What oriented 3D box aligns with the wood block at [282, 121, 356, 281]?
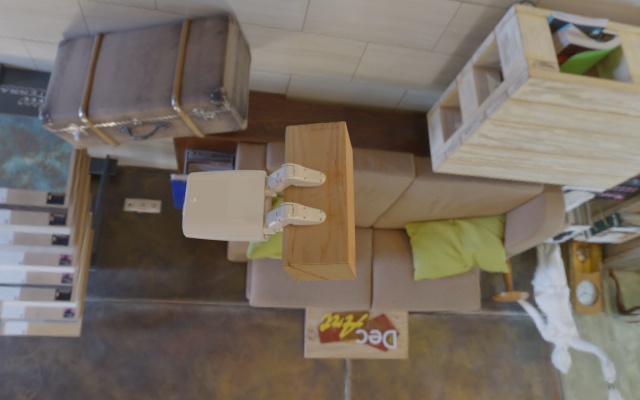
[{"bbox_3d":[0.000,0.002,0.678,0.090,0.206,0.091,-3,-22,9],"label":"wood block"}]
